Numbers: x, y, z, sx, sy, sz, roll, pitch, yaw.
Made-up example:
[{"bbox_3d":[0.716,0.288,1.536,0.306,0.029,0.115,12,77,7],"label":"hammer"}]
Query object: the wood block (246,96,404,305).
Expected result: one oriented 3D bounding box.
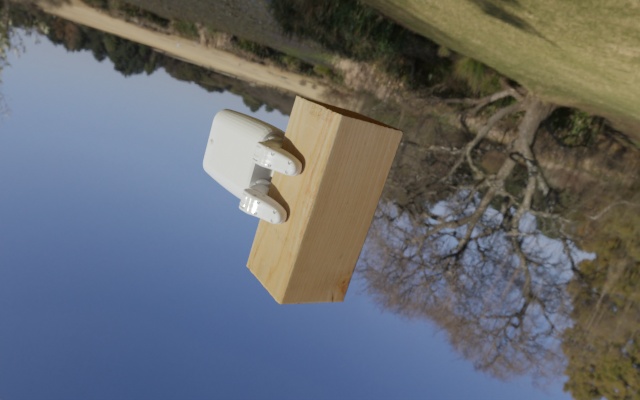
[{"bbox_3d":[0.000,0.002,0.532,0.091,0.206,0.090,6,19,-37],"label":"wood block"}]
